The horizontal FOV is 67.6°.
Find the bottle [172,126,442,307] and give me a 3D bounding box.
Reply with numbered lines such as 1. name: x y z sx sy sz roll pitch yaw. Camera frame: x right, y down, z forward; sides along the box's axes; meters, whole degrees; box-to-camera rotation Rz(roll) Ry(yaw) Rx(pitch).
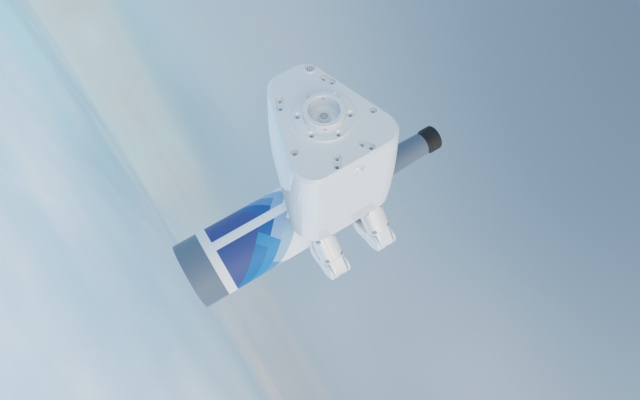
1. bottle: 0.000 0.002 0.487 0.295 0.069 0.069 -30 8 -14
